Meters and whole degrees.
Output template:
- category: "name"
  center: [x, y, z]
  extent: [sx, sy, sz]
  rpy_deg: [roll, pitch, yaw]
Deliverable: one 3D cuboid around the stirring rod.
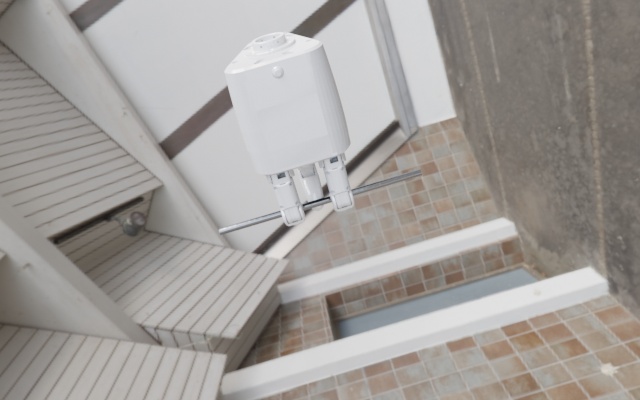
- category: "stirring rod"
  center: [0.000, 0.002, 0.548]
  extent: [0.239, 0.011, 0.011]
  rpy_deg: [-17, 0, 0]
